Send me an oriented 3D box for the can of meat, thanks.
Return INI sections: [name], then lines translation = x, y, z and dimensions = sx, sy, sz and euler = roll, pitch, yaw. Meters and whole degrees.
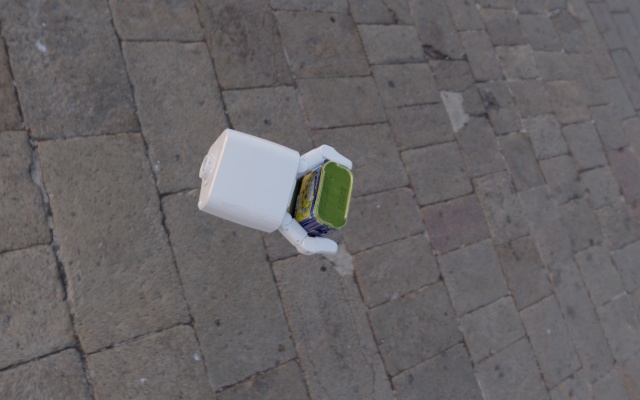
[can of meat]
translation = 0.000, 0.002, 0.686
dimensions = 0.057, 0.102, 0.084
euler = 21, -25, -23
